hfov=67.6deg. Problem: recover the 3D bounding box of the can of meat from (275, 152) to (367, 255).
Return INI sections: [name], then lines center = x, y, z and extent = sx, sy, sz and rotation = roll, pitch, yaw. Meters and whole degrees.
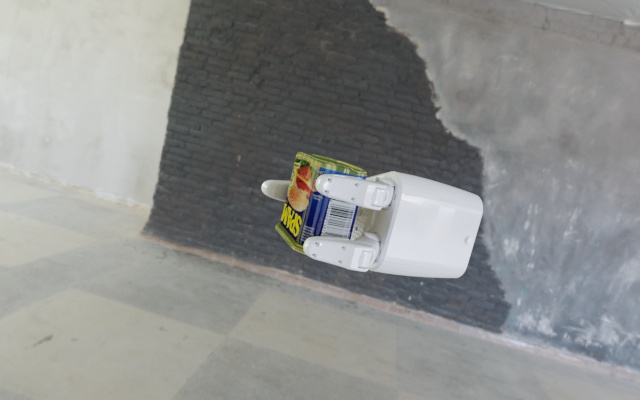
[can of meat]
center = 0.000, 0.001, 0.462
extent = 0.057, 0.084, 0.102
rotation = 12, 8, -19
